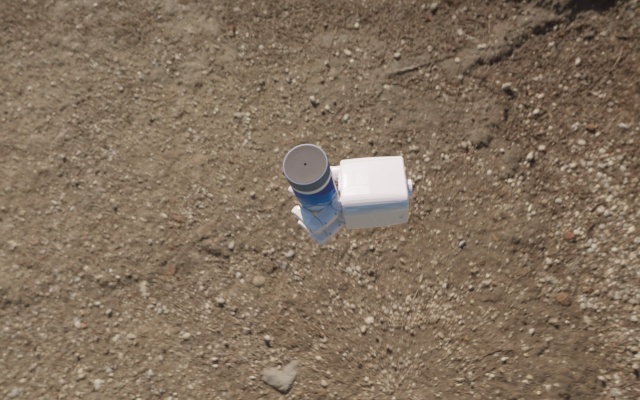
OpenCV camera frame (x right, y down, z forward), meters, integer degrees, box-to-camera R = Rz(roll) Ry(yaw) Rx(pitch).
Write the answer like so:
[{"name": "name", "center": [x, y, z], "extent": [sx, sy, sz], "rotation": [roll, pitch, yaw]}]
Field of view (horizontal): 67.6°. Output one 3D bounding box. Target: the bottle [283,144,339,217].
[{"name": "bottle", "center": [0.000, 0.003, 0.819], "extent": [0.069, 0.069, 0.296], "rotation": [0, -22, 9]}]
